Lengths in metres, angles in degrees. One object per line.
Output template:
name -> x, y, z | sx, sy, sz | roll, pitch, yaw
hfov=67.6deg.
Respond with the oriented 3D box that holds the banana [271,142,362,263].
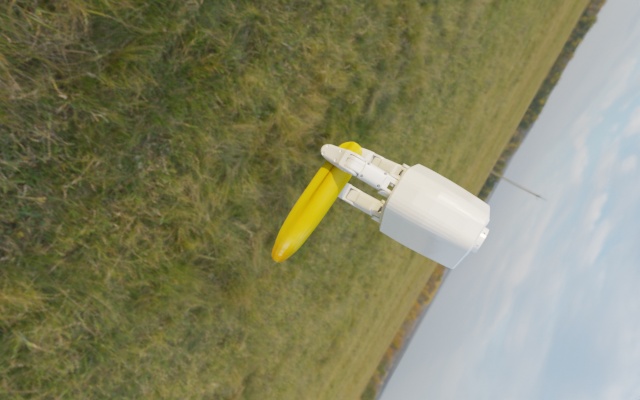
banana -> 0.004, -0.009, 0.591 | 0.037, 0.197, 0.070 | 32, -25, 9
